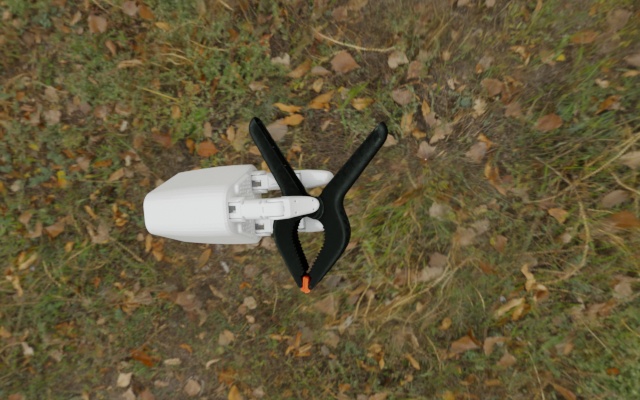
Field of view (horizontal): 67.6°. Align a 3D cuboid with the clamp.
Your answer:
[{"bbox_3d":[0.000,0.002,0.555,0.164,0.210,0.036,-2,5,17],"label":"clamp"}]
